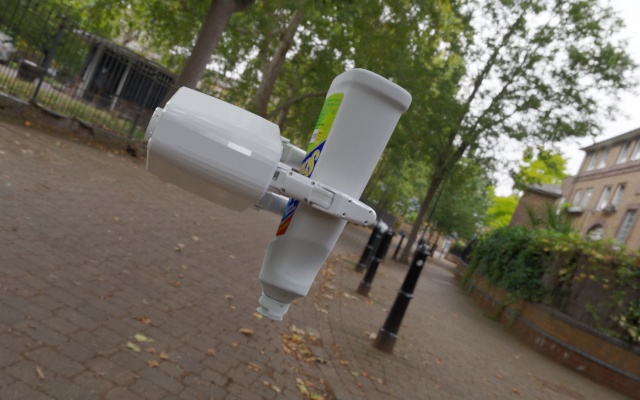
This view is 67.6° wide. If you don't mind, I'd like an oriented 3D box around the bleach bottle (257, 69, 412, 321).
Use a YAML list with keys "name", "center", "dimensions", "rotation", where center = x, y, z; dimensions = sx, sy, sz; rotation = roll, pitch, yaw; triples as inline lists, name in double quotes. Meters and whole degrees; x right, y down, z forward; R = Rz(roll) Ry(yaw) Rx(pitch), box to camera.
- name: "bleach bottle"
  center: [0.000, 0.002, 0.475]
  dimensions: [0.068, 0.251, 0.102]
  rotation: [23, 0, -16]
